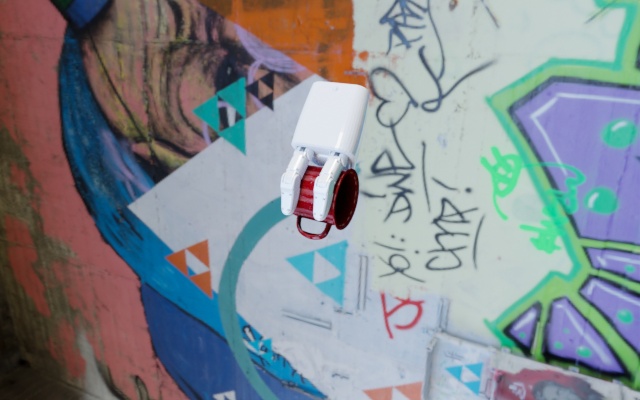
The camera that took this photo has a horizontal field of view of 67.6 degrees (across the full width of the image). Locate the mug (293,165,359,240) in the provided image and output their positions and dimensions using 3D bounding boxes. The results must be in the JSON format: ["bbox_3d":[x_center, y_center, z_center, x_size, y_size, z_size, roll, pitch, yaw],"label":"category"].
[{"bbox_3d":[0.000,0.004,0.718,0.081,0.117,0.093,12,-14,24],"label":"mug"}]
